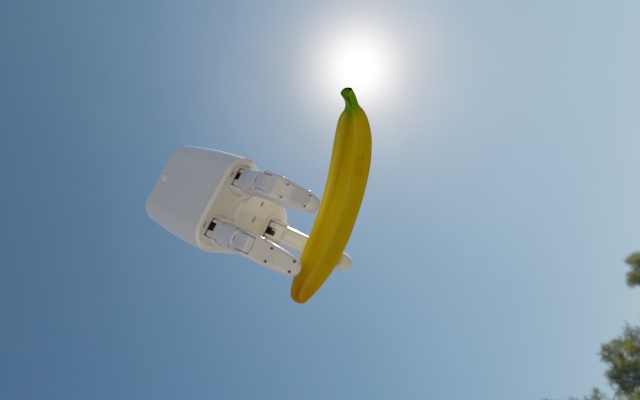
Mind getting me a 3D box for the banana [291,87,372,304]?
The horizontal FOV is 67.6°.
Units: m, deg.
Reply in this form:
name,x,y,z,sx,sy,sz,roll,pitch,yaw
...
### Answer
name,x,y,z,sx,sy,sz,roll,pitch,yaw
banana,0.012,-0.002,0.443,0.037,0.198,0.069,20,13,36
